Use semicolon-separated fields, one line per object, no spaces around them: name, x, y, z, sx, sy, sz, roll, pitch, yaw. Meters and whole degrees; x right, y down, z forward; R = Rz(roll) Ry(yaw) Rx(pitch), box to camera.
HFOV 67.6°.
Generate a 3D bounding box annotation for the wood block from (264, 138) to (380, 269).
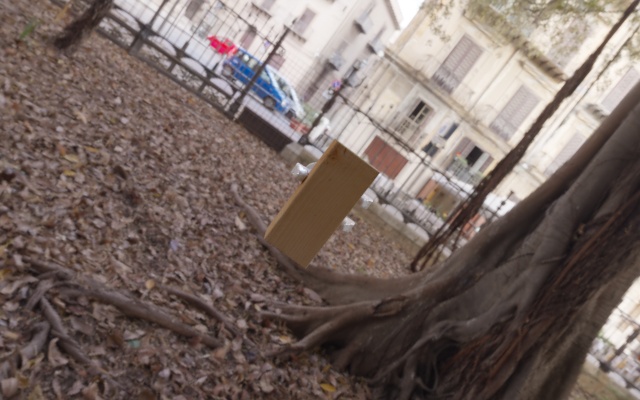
wood block;0.000;0.002;0.833;0.091;0.206;0.090;36;8;-7
